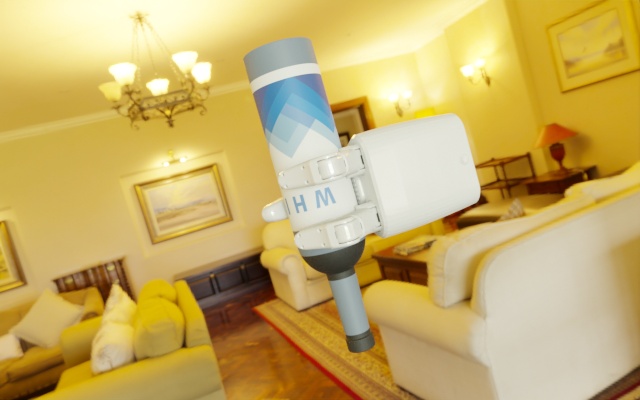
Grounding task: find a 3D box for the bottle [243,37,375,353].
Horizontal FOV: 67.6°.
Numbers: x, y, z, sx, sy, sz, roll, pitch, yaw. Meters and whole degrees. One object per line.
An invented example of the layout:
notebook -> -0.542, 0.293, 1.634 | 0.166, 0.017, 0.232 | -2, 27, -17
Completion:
bottle -> 0.000, 0.001, 0.454 | 0.069, 0.296, 0.069 | -16, 4, 1
